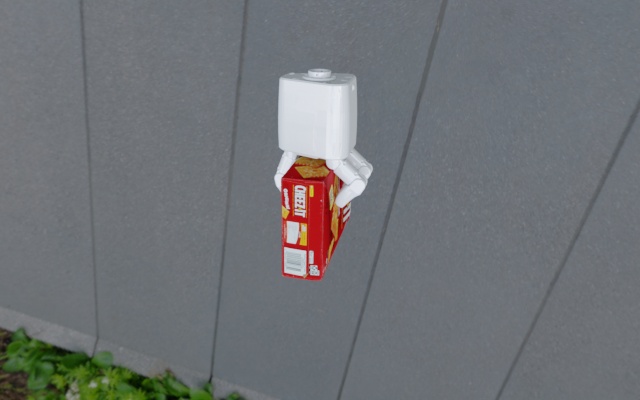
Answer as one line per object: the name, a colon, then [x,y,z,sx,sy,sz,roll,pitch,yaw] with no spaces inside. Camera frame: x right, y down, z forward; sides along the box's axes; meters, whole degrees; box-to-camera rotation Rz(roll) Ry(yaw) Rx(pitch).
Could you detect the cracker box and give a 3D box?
cracker box: [0.000,0.003,0.769,0.072,0.164,0.213,7,25,13]
